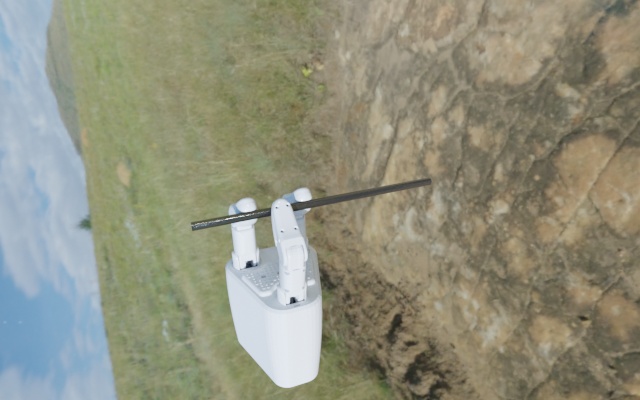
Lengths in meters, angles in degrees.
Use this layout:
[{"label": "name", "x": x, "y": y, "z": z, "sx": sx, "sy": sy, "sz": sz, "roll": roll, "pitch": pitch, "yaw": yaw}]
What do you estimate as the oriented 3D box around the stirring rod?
[{"label": "stirring rod", "x": 0.000, "y": 0.002, "z": 0.453, "sx": 0.239, "sy": 0.011, "sz": 0.011, "roll": -11, "pitch": 3, "yaw": -19}]
